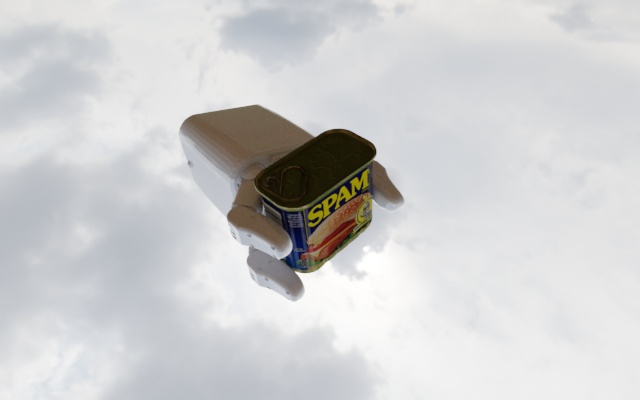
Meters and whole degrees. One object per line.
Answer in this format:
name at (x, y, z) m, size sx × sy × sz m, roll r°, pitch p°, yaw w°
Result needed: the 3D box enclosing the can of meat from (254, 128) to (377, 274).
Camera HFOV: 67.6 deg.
can of meat at (0.000, 0.002, 0.408) m, size 0.102 × 0.084 × 0.057 m, roll -36°, pitch 51°, yaw -27°
